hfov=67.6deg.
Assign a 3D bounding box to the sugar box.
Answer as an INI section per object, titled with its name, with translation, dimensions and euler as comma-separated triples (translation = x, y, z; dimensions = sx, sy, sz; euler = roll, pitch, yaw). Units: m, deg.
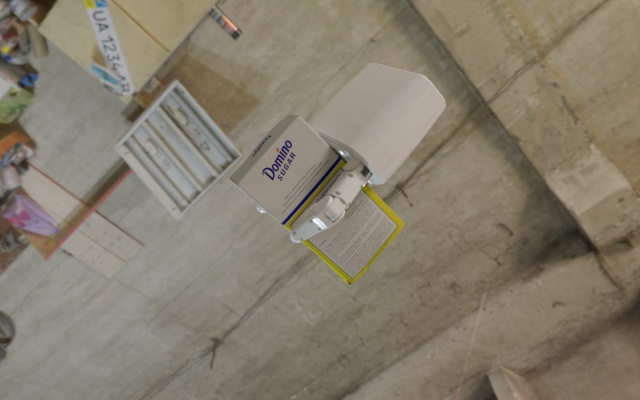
[sugar box]
translation = 0.000, 0.002, 0.507
dimensions = 0.176, 0.093, 0.048
euler = 44, -6, -23
